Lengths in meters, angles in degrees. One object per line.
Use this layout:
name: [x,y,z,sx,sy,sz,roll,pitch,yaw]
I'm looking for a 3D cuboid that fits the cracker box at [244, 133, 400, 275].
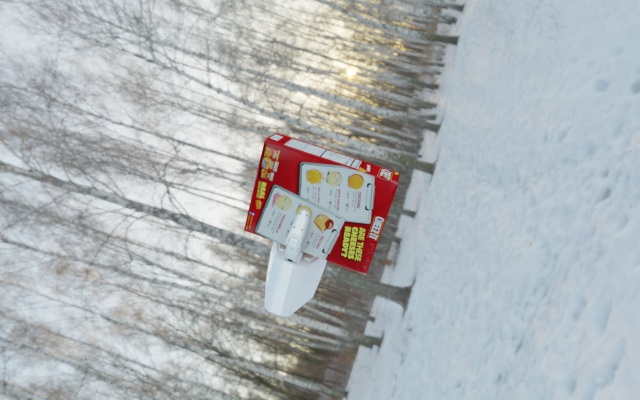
cracker box: [0.000,0.003,0.767,0.213,0.164,0.072,19,23,6]
